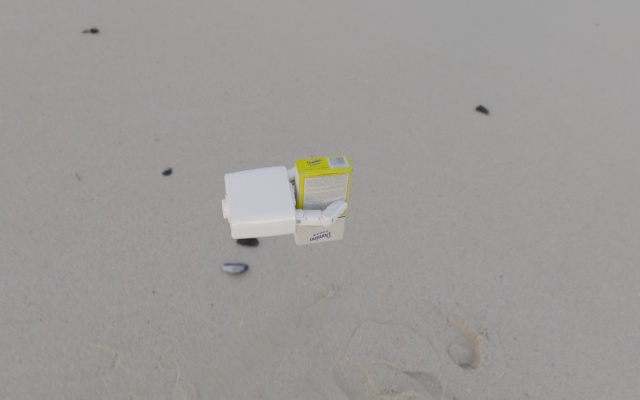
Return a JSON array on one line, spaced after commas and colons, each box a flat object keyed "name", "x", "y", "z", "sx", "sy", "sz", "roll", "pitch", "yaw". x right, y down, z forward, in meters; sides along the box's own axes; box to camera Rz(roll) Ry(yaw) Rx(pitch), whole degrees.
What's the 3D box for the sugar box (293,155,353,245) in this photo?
[{"name": "sugar box", "x": 0.000, "y": 0.002, "z": 0.852, "sx": 0.093, "sy": 0.048, "sz": 0.176, "roll": -7, "pitch": -43, "yaw": -13}]
